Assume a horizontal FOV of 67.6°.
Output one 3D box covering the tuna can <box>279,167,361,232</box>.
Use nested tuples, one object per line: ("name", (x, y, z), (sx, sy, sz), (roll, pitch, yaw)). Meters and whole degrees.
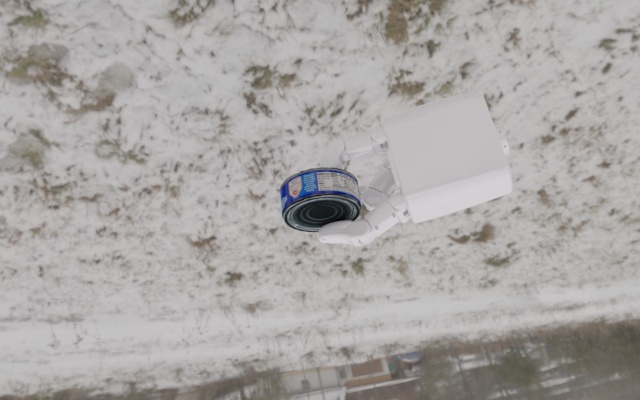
("tuna can", (0.000, 0.002, 0.509), (0.086, 0.033, 0.086), (-5, -29, -3))
